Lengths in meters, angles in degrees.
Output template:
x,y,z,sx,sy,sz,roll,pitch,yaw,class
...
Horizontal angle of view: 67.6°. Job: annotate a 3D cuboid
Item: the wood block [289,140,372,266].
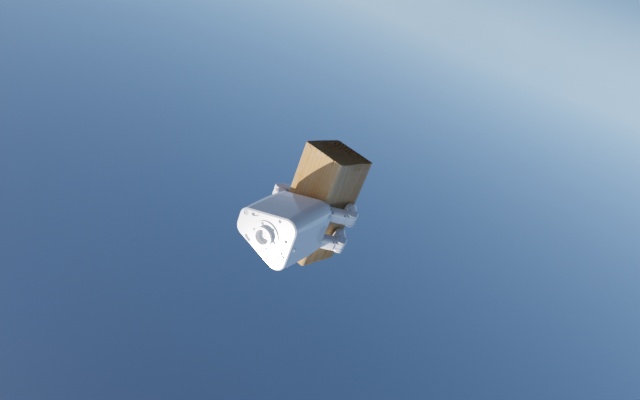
x,y,z,sx,sy,sz,roll,pitch,yaw,class
0.000,0.003,0.865,0.090,0.206,0.090,39,30,31,wood block
